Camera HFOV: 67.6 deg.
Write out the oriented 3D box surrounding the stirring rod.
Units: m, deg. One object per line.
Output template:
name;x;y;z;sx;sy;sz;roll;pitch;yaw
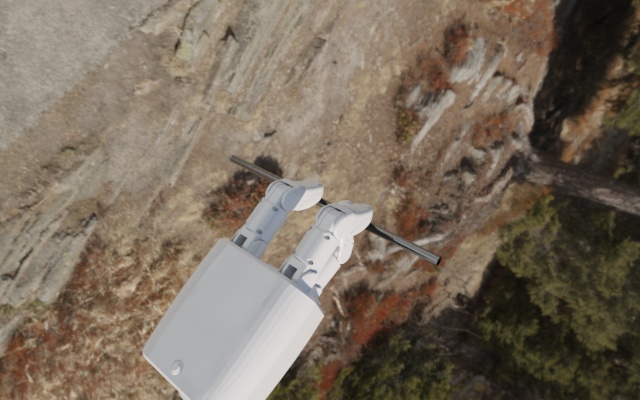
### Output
stirring rod;0.000;0.001;0.431;0.239;0.011;0.011;26;15;32
